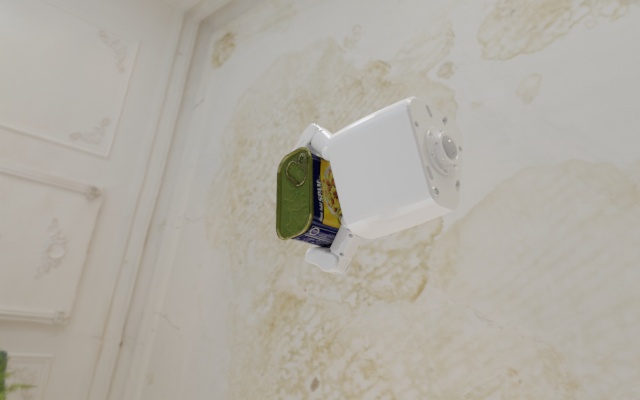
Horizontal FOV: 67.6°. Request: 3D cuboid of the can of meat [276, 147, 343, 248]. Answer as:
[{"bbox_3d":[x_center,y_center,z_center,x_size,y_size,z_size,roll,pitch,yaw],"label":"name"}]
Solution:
[{"bbox_3d":[0.000,0.002,0.540,0.084,0.102,0.057,19,-31,-38],"label":"can of meat"}]
